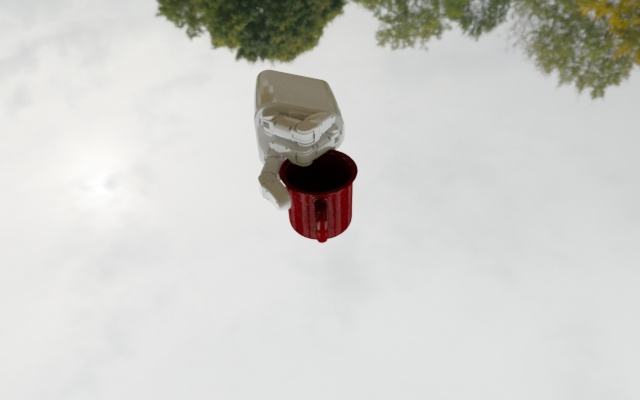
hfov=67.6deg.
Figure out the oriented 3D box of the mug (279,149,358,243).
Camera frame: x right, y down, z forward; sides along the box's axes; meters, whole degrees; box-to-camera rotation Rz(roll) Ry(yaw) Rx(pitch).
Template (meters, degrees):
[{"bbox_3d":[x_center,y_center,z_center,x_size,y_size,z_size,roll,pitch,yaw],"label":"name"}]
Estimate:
[{"bbox_3d":[0.000,0.003,0.580,0.093,0.082,0.117,-5,41,-3],"label":"mug"}]
